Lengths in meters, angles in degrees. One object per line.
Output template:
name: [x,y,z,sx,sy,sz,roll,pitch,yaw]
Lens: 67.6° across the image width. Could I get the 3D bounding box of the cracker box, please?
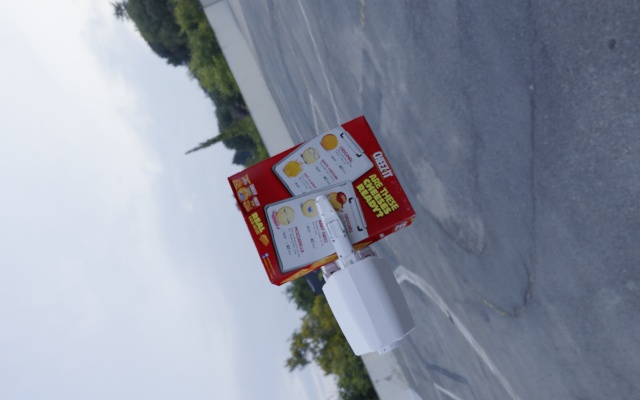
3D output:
cracker box: [0.000,0.002,0.676,0.213,0.164,0.072,-25,-14,-2]
